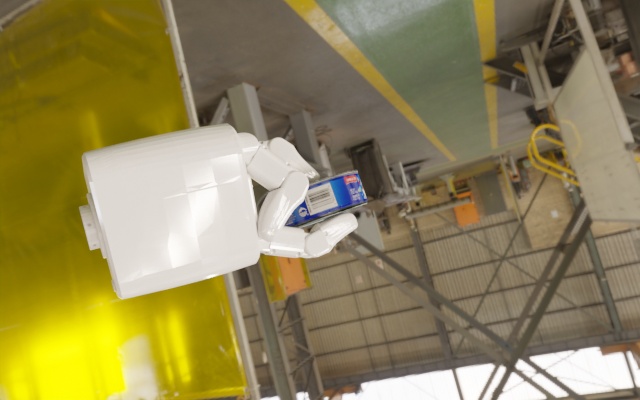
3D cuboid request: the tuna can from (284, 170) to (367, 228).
[{"bbox_3d":[0.000,0.002,0.451,0.086,0.034,0.086,-20,-4,-1],"label":"tuna can"}]
